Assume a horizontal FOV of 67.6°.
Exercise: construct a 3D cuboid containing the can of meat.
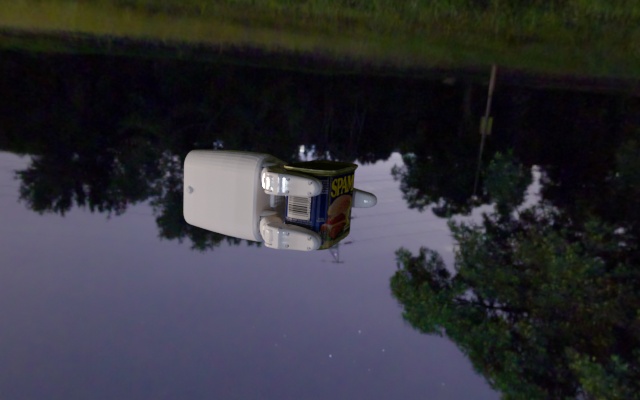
[{"bbox_3d":[0.000,0.002,0.527,0.057,0.084,0.102,8,11,22],"label":"can of meat"}]
